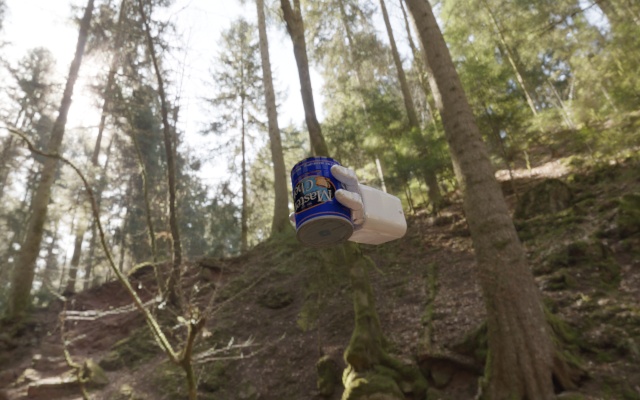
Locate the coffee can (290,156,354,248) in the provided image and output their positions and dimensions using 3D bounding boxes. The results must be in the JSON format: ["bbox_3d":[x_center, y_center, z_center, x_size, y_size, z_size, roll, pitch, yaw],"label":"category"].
[{"bbox_3d":[0.000,0.003,0.887,0.103,0.140,0.103,-5,-34,-4],"label":"coffee can"}]
